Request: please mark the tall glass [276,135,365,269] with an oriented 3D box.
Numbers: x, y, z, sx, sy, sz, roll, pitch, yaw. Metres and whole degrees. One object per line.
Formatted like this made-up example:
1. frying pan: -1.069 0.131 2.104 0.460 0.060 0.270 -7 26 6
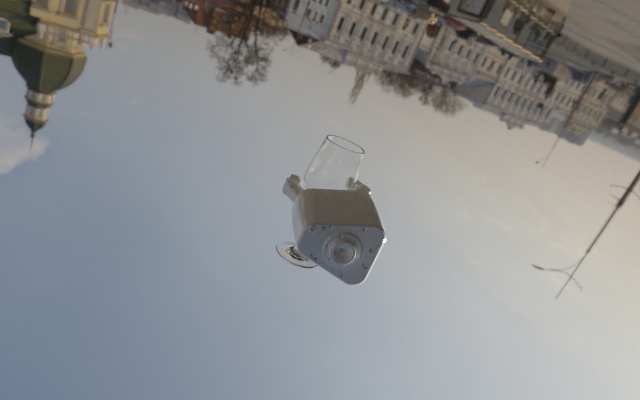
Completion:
1. tall glass: 0.000 0.003 0.738 0.079 0.201 0.079 21 20 -8
